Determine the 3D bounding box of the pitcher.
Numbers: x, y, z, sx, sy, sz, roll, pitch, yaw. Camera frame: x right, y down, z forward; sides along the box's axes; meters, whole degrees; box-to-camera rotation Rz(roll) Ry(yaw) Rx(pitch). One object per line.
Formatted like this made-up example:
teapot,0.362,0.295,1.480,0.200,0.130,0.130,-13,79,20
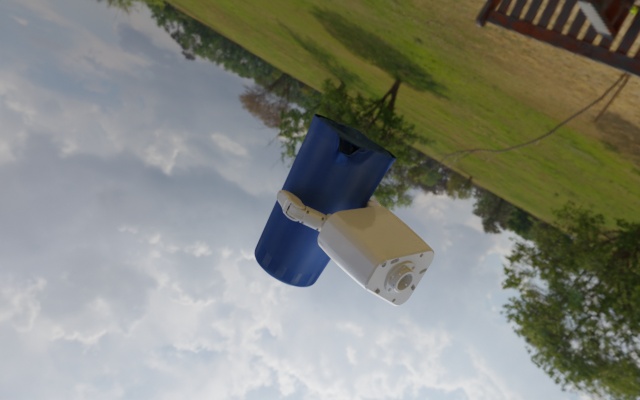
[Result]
pitcher,0.000,0.002,0.724,0.149,0.243,0.145,15,20,-43
